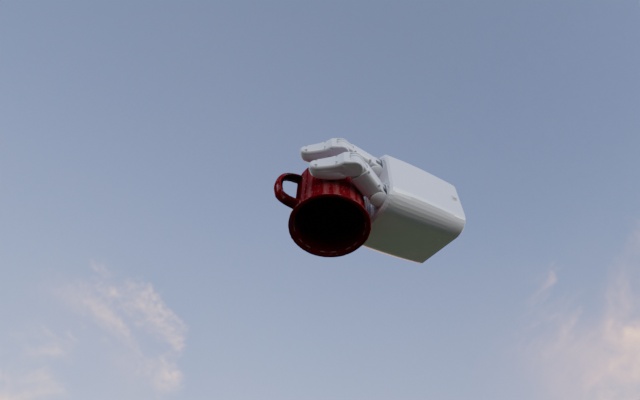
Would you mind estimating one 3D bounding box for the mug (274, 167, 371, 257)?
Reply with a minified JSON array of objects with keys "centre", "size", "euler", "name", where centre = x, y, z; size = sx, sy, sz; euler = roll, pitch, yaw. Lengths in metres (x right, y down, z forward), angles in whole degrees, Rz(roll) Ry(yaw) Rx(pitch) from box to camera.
[{"centre":[-0.001,0.001,0.560],"size":[0.117,0.093,0.081],"euler":[21,35,-14],"name":"mug"}]
